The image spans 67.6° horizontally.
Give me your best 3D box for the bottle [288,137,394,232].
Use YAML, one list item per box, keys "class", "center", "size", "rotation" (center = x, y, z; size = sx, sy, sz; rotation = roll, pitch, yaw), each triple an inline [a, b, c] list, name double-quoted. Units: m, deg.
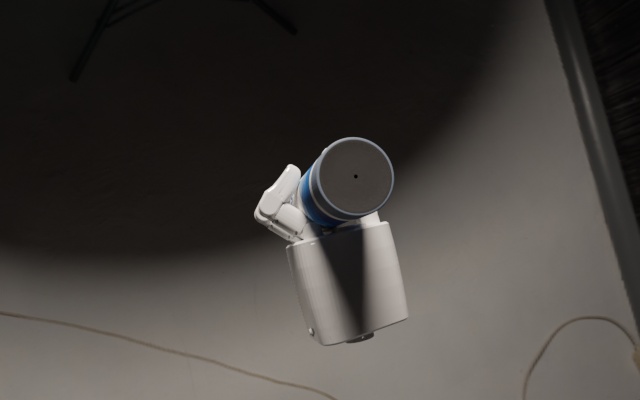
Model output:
- class: "bottle"
  center: [0.000, 0.002, 0.532]
  size: [0.069, 0.069, 0.296]
  rotation: [0, -8, -12]
